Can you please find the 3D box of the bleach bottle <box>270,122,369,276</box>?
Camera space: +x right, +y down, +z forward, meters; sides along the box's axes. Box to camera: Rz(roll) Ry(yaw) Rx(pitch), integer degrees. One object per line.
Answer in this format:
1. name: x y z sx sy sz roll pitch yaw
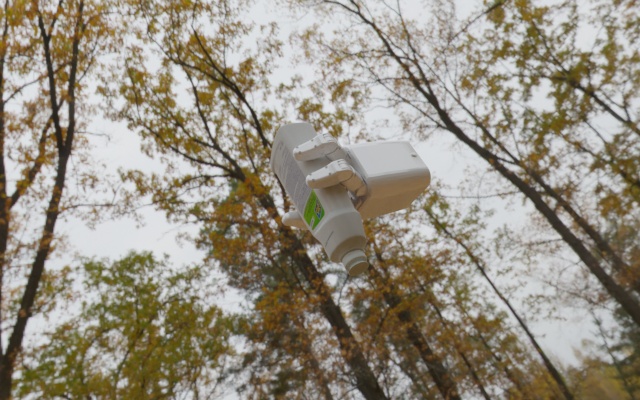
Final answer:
1. bleach bottle: 0.000 0.002 0.675 0.068 0.250 0.103 -9 -40 -23
